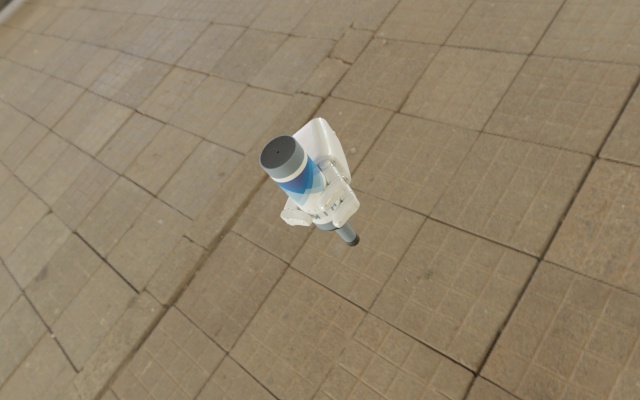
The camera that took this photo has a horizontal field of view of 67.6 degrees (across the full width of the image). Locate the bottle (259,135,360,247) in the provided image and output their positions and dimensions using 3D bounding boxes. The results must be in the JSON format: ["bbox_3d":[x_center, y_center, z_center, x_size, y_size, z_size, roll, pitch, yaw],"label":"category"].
[{"bbox_3d":[0.000,0.003,0.830,0.069,0.069,0.296,0,-31,31],"label":"bottle"}]
